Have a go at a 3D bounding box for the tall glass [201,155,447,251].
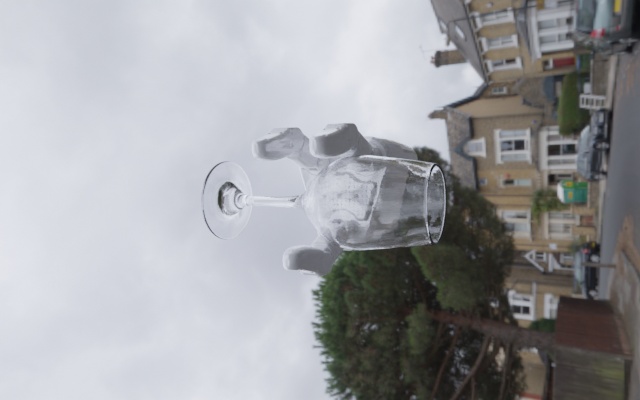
[{"bbox_3d":[-0.001,0.001,0.406,0.201,0.079,0.079,1,0,28],"label":"tall glass"}]
